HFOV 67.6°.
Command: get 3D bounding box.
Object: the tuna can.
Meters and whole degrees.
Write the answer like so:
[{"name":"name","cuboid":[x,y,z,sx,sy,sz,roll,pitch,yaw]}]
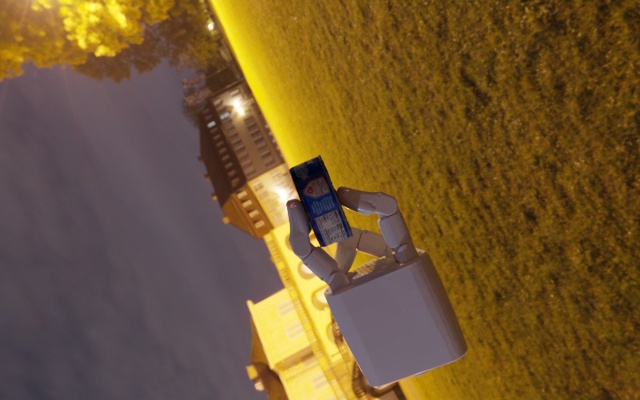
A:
[{"name":"tuna can","cuboid":[0.000,0.002,0.464,0.034,0.086,0.086,-22,0,0]}]
